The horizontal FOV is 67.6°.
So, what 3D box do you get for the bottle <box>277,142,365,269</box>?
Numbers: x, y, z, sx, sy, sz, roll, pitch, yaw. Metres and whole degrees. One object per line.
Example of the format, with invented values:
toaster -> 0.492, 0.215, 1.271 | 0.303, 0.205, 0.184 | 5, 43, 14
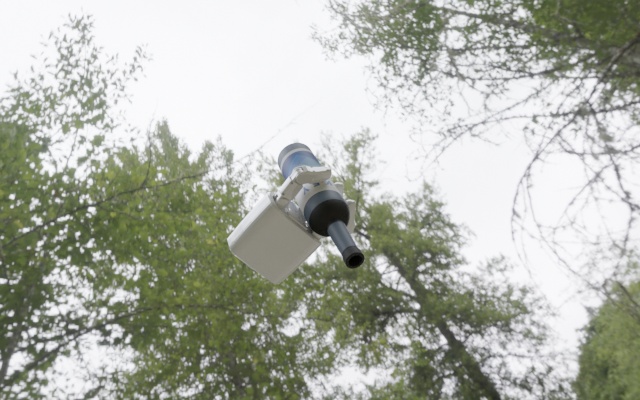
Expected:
bottle -> 0.000, 0.002, 0.748 | 0.069, 0.069, 0.295 | 0, 32, -22
